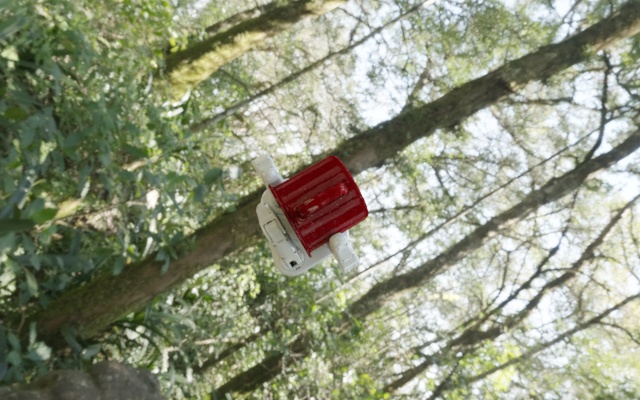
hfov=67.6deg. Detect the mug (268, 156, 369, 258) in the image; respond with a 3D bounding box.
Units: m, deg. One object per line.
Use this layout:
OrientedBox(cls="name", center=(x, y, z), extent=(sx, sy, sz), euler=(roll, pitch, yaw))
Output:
OrientedBox(cls="mug", center=(0.000, 0.001, 0.517), extent=(0.081, 0.093, 0.117), euler=(-30, -5, -4))
